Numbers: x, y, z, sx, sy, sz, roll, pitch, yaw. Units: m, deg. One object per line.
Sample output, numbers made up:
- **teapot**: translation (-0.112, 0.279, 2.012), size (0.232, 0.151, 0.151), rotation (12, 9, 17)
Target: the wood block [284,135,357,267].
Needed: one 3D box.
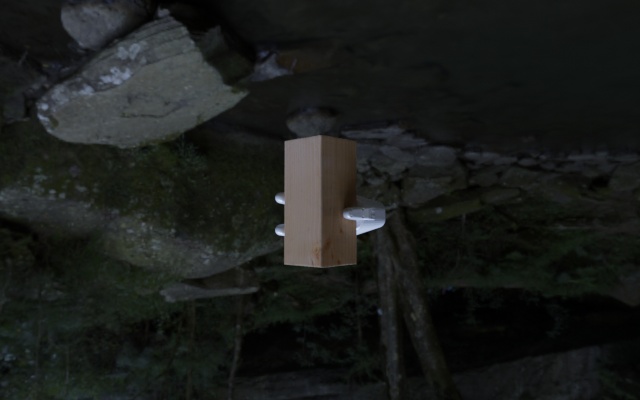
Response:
- **wood block**: translation (0.001, 0.003, 0.795), size (0.091, 0.206, 0.090), rotation (-3, -3, 44)
